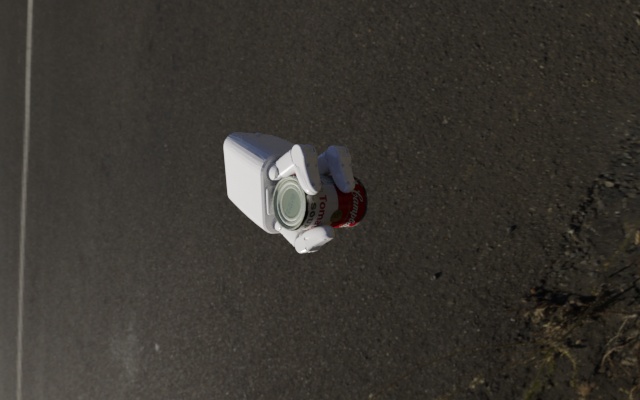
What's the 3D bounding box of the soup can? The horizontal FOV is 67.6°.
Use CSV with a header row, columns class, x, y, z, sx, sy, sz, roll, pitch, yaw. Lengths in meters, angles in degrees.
class,x,y,z,sx,sy,sz,roll,pitch,yaw
soup can,0.000,0.002,0.596,0.102,0.068,0.068,-2,1,-42
